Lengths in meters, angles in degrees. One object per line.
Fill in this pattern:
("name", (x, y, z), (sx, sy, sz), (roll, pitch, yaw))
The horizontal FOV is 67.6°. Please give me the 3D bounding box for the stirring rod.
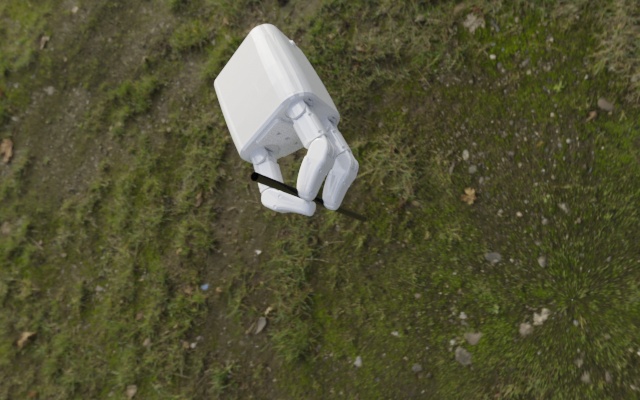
("stirring rod", (0.000, 0.002, 0.504), (0.011, 0.011, 0.239), (0, -10, 28))
